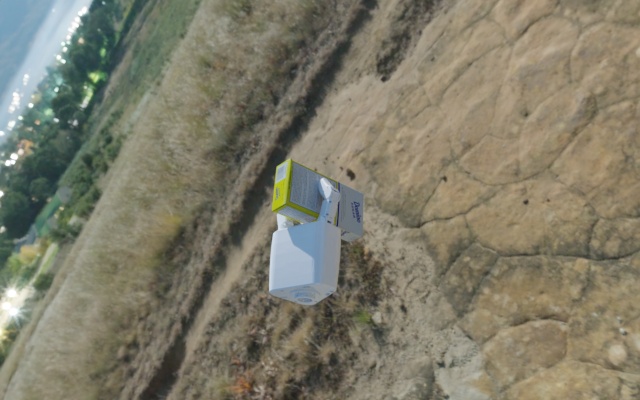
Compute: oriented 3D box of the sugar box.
[{"bbox_3d":[0.000,0.003,0.849,0.176,0.093,0.048,26,-36,-35],"label":"sugar box"}]
